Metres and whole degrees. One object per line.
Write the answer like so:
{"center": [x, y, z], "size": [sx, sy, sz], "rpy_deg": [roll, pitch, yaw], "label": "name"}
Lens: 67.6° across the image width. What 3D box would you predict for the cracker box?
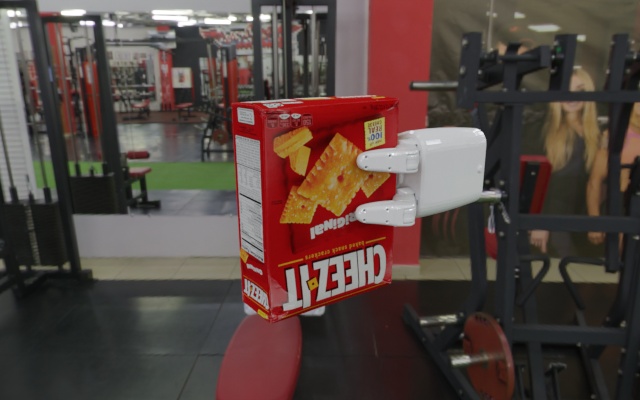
{"center": [0.000, 0.001, 0.502], "size": [0.164, 0.214, 0.072], "rpy_deg": [-11, 19, -32], "label": "cracker box"}
